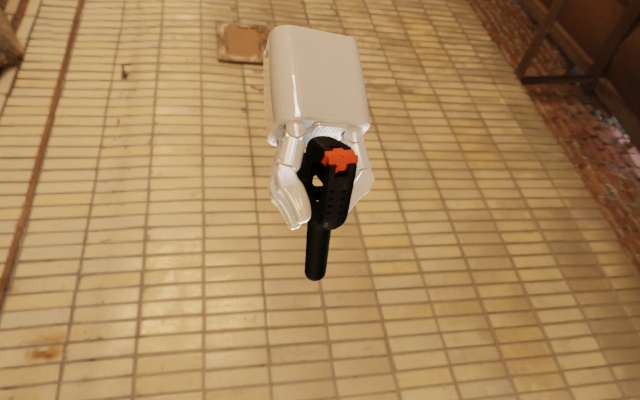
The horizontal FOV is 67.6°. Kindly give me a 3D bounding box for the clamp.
[{"bbox_3d":[0.001,0.001,0.506,0.036,0.164,0.210,-7,-9,-14],"label":"clamp"}]
